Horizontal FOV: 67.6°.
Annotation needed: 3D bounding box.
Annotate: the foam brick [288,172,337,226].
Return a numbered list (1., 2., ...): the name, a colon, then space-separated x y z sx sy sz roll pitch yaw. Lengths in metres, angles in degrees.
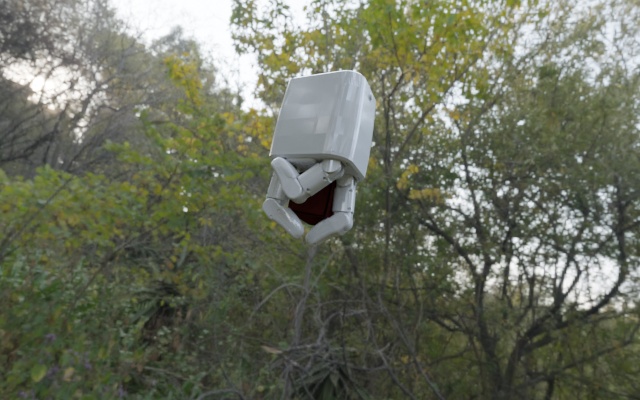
1. foam brick: 0.000 0.002 0.605 0.053 0.051 0.078 7 -12 21
